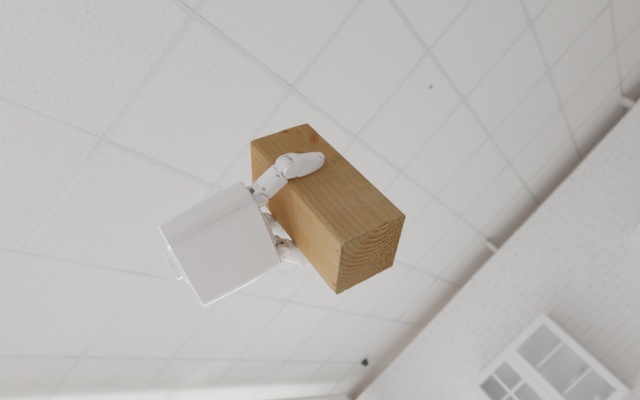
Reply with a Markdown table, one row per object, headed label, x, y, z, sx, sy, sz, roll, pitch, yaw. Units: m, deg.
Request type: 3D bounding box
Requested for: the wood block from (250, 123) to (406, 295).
| label | x | y | z | sx | sy | sz | roll | pitch | yaw |
| --- | --- | --- | --- | --- | --- | --- | --- | --- | --- |
| wood block | 0.000 | 0.002 | 0.596 | 0.090 | 0.091 | 0.206 | -22 | 49 | -26 |
